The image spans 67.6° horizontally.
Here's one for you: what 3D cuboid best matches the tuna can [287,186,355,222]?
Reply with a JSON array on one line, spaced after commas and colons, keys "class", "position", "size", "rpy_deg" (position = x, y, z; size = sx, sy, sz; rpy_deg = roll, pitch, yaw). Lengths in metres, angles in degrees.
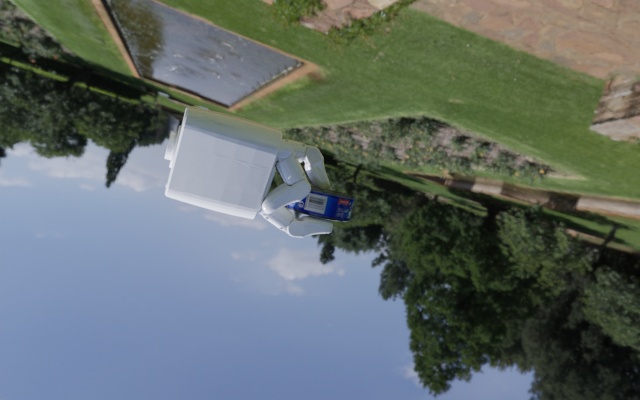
[{"class": "tuna can", "position": [0.000, 0.003, 0.620], "size": [0.086, 0.034, 0.086], "rpy_deg": [12, 4, -1]}]
